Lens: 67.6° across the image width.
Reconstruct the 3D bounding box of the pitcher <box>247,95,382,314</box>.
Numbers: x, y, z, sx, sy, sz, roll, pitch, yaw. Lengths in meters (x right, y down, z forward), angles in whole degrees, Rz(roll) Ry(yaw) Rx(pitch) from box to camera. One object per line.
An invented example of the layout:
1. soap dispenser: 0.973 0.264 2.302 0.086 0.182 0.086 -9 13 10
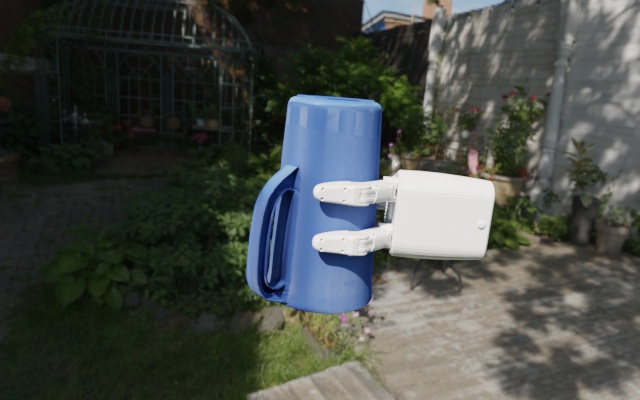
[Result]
1. pitcher: 0.000 0.002 0.563 0.145 0.243 0.149 5 13 2
